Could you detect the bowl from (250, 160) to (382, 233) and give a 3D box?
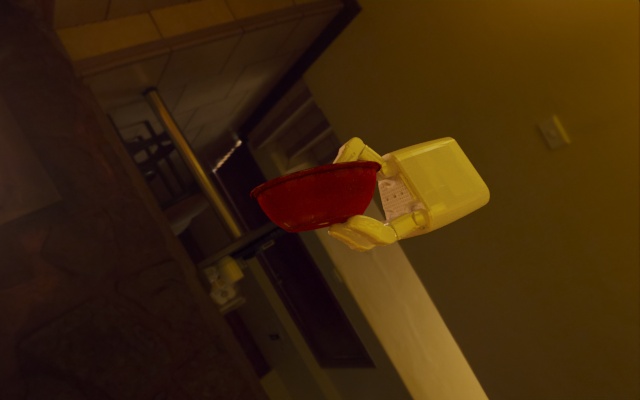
[{"bbox_3d":[-0.001,0.003,0.572,0.162,0.055,0.162,-12,-8,-2],"label":"bowl"}]
